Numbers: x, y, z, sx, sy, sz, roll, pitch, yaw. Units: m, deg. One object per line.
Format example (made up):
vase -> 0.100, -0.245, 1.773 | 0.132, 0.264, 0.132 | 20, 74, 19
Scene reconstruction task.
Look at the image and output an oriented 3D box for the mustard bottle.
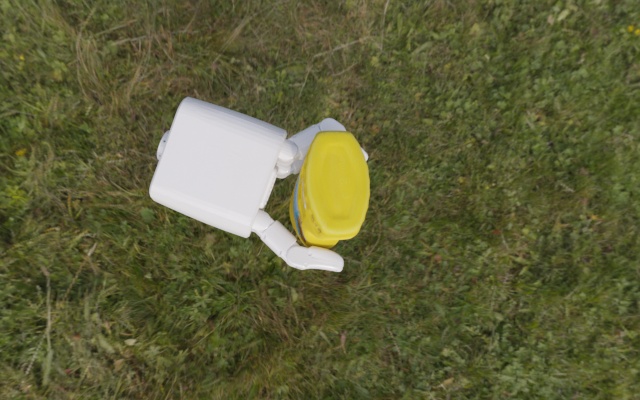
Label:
mustard bottle -> 0.000, 0.002, 0.499 | 0.058, 0.096, 0.192 | -3, -11, -10
